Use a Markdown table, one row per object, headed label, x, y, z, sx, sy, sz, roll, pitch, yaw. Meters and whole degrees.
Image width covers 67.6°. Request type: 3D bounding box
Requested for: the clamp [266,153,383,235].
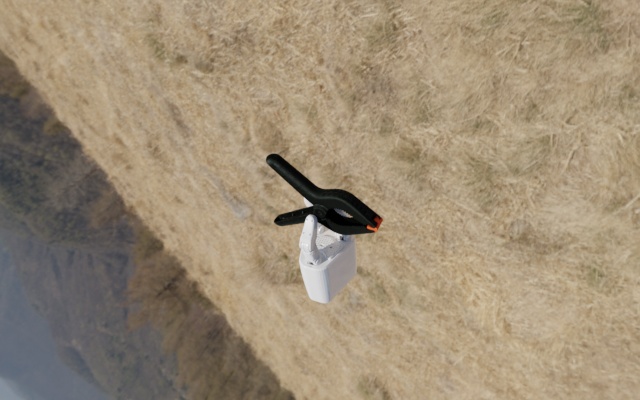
| label | x | y | z | sx | sy | sz | roll | pitch | yaw |
| --- | --- | --- | --- | --- | --- | --- | --- | --- | --- |
| clamp | 0.000 | 0.003 | 0.796 | 0.210 | 0.165 | 0.036 | 13 | 48 | 23 |
